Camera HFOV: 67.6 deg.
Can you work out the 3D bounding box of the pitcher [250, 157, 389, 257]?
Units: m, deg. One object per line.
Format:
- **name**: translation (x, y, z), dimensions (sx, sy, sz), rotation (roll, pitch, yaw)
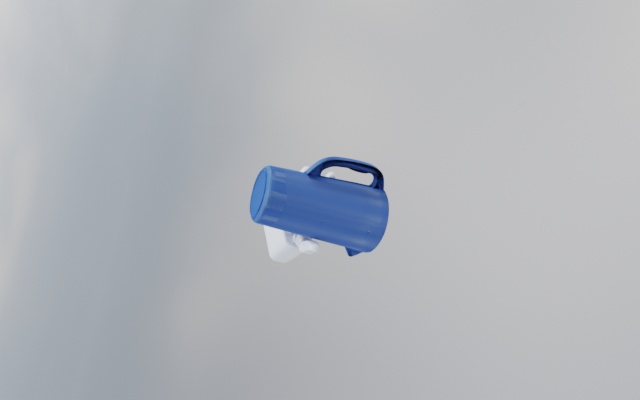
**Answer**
- **pitcher**: translation (0.000, 0.003, 0.897), dimensions (0.243, 0.149, 0.145), rotation (14, -28, -21)
